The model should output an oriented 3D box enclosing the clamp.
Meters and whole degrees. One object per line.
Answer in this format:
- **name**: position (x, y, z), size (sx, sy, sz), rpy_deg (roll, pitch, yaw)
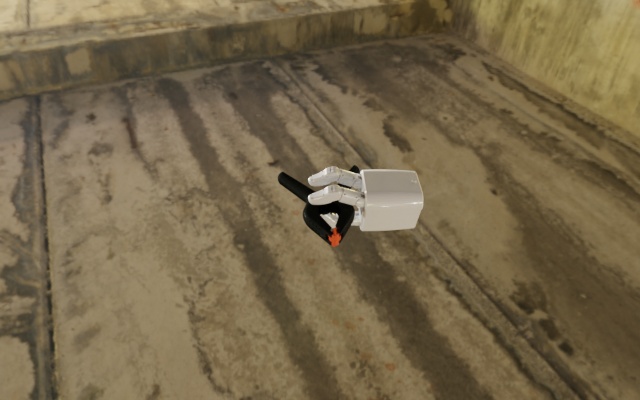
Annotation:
- **clamp**: position (0.000, 0.004, 0.890), size (0.164, 0.036, 0.209), rpy_deg (-2, 40, -1)
